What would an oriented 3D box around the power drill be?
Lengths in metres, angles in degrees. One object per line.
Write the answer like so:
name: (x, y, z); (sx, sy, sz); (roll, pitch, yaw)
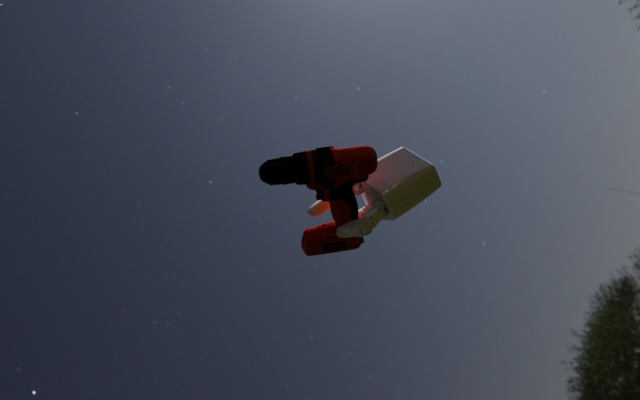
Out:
power drill: (0.000, 0.003, 0.775); (0.184, 0.188, 0.057); (-7, 37, -5)
